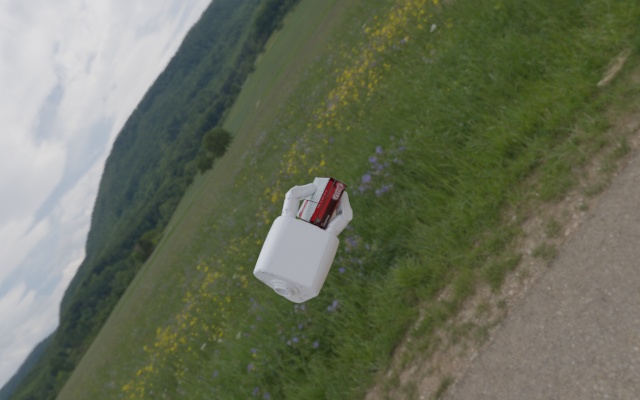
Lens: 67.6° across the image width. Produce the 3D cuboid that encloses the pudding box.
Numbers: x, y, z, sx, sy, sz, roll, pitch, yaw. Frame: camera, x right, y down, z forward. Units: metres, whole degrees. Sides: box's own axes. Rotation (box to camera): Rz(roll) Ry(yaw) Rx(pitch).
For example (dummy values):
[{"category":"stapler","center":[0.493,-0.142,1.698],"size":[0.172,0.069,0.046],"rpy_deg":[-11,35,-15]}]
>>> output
[{"category":"pudding box","center":[0.000,0.003,0.871],"size":[0.039,0.090,0.113],"rpy_deg":[28,-4,-16]}]
